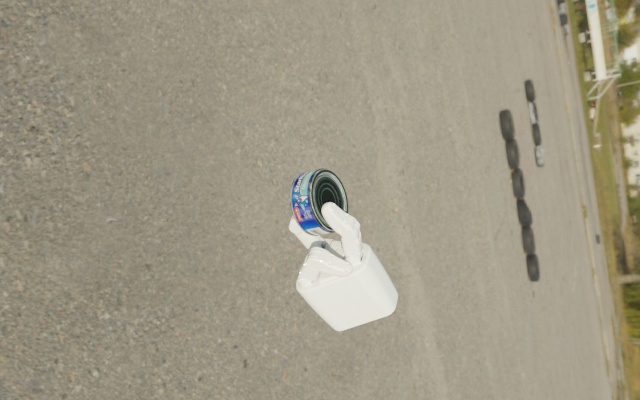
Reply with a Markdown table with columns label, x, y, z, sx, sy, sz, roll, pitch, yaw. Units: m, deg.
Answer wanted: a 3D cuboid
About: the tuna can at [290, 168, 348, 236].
| label | x | y | z | sx | sy | sz | roll | pitch | yaw |
| --- | --- | --- | --- | --- | --- | --- | --- | --- | --- |
| tuna can | 0.001 | 0.002 | 0.625 | 0.034 | 0.086 | 0.086 | -13 | -8 | 36 |
